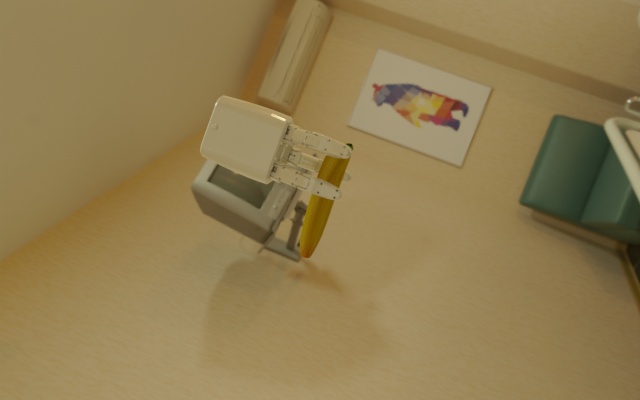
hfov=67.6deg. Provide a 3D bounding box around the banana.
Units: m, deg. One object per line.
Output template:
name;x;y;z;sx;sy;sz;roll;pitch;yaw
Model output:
banana;0.005;-0.009;0.697;0.037;0.198;0.069;20;29;2
